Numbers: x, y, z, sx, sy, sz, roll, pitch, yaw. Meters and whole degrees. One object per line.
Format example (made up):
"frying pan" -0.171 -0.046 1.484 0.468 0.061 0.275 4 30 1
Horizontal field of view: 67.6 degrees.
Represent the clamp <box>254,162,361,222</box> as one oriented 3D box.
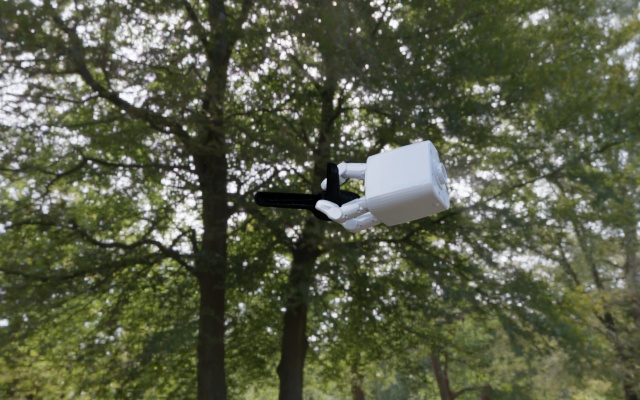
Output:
"clamp" 0.001 0.002 0.832 0.164 0.036 0.210 -16 -27 26
